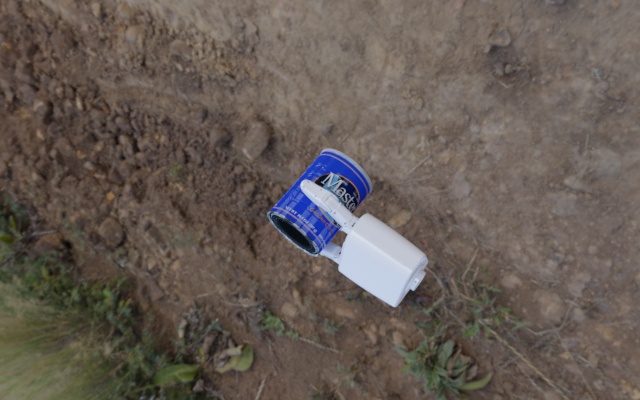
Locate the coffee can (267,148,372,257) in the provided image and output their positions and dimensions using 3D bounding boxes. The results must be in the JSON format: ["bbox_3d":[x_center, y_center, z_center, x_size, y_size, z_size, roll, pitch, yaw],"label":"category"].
[{"bbox_3d":[0.000,0.002,0.754,0.103,0.140,0.103,36,-19,14],"label":"coffee can"}]
